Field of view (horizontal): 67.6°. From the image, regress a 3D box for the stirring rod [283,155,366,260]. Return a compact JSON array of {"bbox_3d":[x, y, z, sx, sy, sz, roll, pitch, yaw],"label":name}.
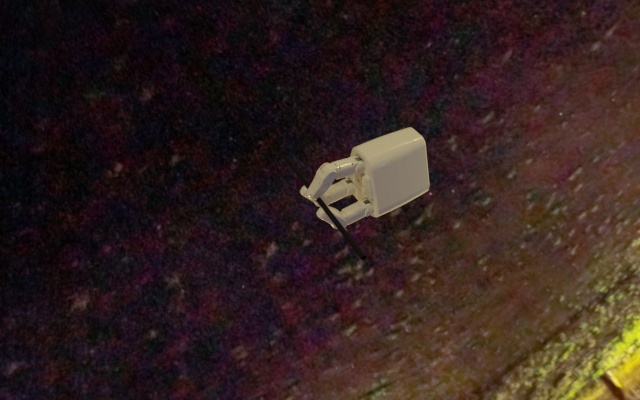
[{"bbox_3d":[0.000,0.002,0.711,0.011,0.011,0.239,0,38,-37],"label":"stirring rod"}]
